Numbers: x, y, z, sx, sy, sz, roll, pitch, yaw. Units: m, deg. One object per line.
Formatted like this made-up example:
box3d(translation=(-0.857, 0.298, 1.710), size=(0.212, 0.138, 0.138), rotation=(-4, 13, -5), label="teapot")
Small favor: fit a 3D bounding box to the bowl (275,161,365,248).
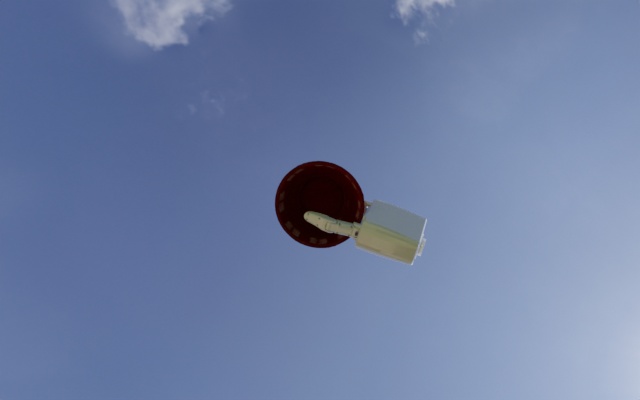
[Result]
box3d(translation=(-0.001, 0.002, 0.874), size=(0.162, 0.162, 0.055), rotation=(0, 15, 5), label="bowl")
